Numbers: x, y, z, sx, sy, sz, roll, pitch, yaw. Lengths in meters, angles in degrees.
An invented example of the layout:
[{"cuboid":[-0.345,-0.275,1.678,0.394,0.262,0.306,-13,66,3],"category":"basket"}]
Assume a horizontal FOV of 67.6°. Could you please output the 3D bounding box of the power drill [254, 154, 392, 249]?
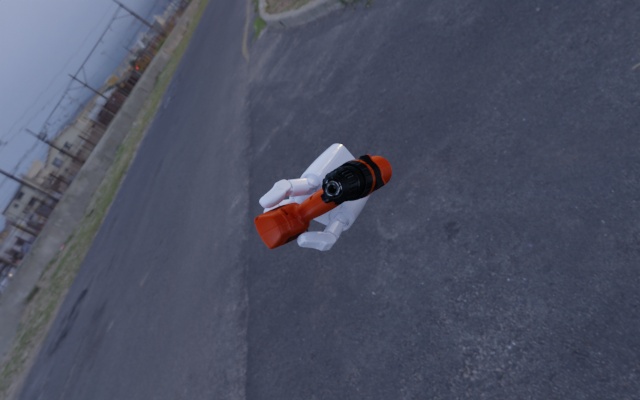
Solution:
[{"cuboid":[0.000,0.002,0.665,0.188,0.057,0.184,-29,-5,27],"category":"power drill"}]
